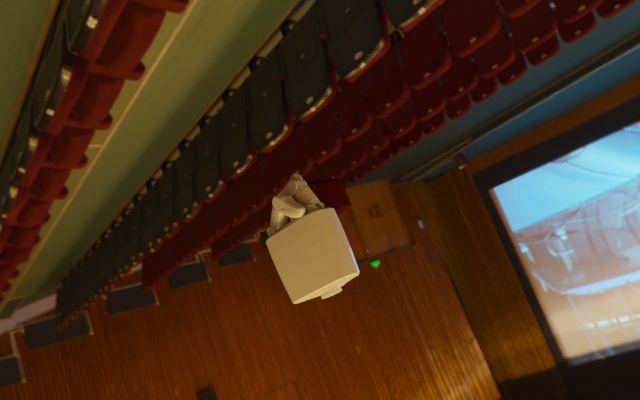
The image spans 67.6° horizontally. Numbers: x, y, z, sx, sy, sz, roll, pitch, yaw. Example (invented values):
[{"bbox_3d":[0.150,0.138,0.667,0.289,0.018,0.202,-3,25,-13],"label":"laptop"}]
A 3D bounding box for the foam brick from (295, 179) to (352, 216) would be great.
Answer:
[{"bbox_3d":[0.000,0.002,0.765,0.078,0.051,0.053,-9,-24,-43],"label":"foam brick"}]
